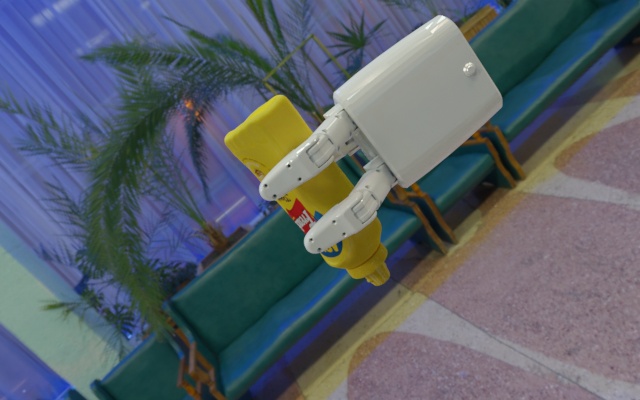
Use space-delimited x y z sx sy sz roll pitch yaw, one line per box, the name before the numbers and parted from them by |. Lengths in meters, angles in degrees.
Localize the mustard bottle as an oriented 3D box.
mustard bottle | 0.000 0.001 0.421 0.058 0.192 0.096 -45 16 -20
